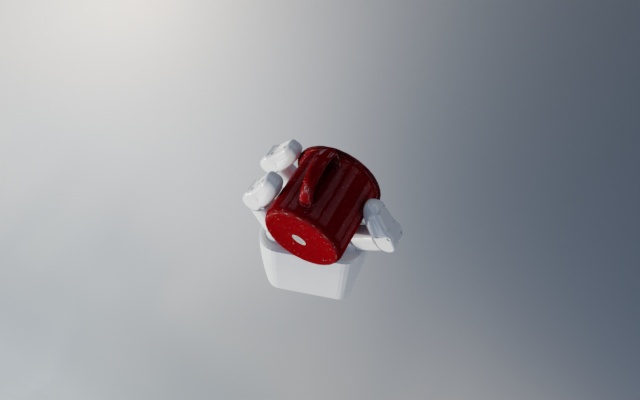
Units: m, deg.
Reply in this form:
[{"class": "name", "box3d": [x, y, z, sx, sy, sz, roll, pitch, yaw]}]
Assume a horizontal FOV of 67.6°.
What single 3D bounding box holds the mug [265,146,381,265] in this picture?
[{"class": "mug", "box3d": [0.000, 0.001, 0.451, 0.093, 0.081, 0.117, 24, -31, 14]}]
